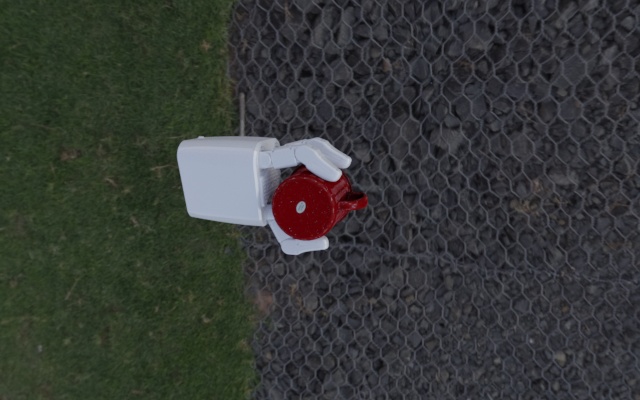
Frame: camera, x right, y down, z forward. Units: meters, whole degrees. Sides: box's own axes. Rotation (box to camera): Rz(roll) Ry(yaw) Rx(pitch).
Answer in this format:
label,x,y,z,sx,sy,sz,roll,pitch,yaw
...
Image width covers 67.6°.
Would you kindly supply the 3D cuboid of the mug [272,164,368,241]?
label,x,y,z,sx,sy,sz,roll,pitch,yaw
mug,0.001,0.002,0.597,0.117,0.093,0.081,3,14,14
